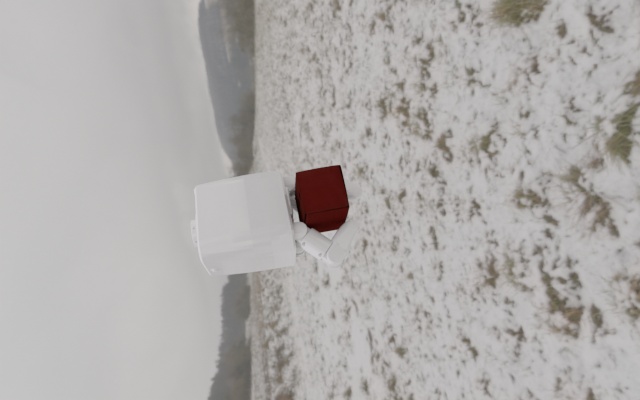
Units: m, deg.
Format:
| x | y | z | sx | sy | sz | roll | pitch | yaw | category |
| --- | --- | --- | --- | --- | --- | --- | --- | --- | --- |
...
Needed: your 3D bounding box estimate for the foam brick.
| x | y | z | sx | sy | sz | roll | pitch | yaw | category |
| --- | --- | --- | --- | --- | --- | --- | --- | --- | --- |
| 0.000 | 0.002 | 0.550 | 0.051 | 0.053 | 0.078 | -9 | -22 | -7 | foam brick |
